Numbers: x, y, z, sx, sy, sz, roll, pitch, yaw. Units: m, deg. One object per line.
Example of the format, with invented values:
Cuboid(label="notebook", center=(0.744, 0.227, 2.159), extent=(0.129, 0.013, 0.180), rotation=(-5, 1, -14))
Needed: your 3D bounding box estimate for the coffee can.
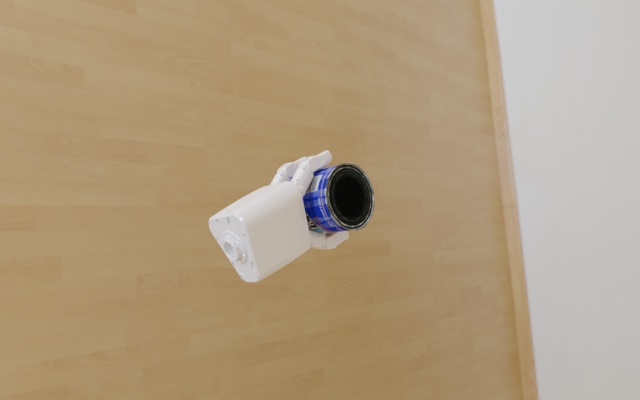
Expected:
Cuboid(label="coffee can", center=(0.000, 0.002, 0.758), extent=(0.103, 0.103, 0.140), rotation=(0, -7, -42))
